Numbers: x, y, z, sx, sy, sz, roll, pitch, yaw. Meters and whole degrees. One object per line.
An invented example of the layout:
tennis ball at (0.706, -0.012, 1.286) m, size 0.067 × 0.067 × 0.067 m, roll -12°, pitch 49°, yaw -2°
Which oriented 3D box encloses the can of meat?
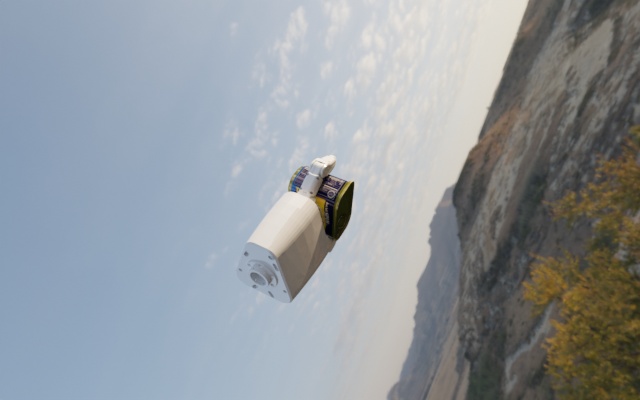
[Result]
can of meat at (0.000, 0.002, 0.726) m, size 0.084 × 0.102 × 0.057 m, roll 22°, pitch 51°, yaw 18°
